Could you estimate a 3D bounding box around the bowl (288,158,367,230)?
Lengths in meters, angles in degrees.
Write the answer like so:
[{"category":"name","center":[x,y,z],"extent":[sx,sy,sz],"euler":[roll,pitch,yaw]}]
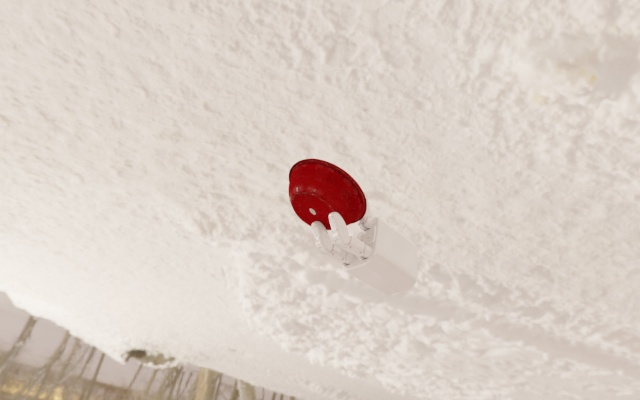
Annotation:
[{"category":"bowl","center":[-0.001,0.002,0.867],"extent":[0.162,0.162,0.055],"euler":[0,42,38]}]
